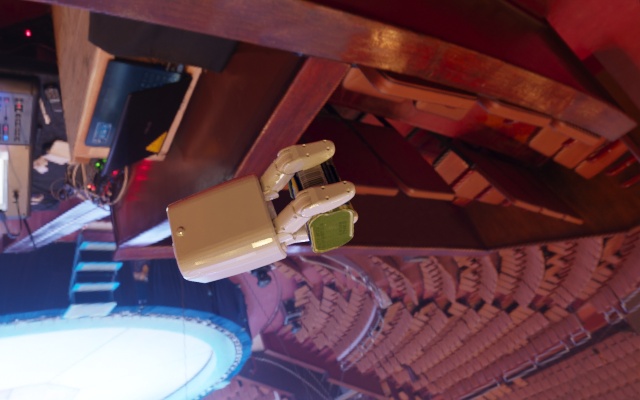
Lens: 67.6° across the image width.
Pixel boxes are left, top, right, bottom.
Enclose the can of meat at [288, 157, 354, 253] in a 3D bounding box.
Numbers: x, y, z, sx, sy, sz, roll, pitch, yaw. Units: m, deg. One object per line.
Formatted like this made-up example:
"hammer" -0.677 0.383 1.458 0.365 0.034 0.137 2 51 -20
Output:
"can of meat" 0.000 0.002 0.549 0.057 0.084 0.102 -18 -28 -6
